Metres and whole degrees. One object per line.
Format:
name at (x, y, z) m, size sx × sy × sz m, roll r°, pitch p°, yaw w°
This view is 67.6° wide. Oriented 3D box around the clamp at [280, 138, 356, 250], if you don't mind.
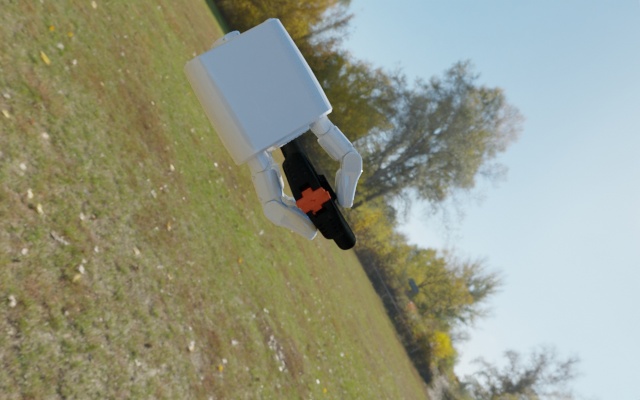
clamp at (0.001, 0.001, 0.509) m, size 0.036 × 0.164 × 0.210 m, roll -31°, pitch 9°, yaw 2°
